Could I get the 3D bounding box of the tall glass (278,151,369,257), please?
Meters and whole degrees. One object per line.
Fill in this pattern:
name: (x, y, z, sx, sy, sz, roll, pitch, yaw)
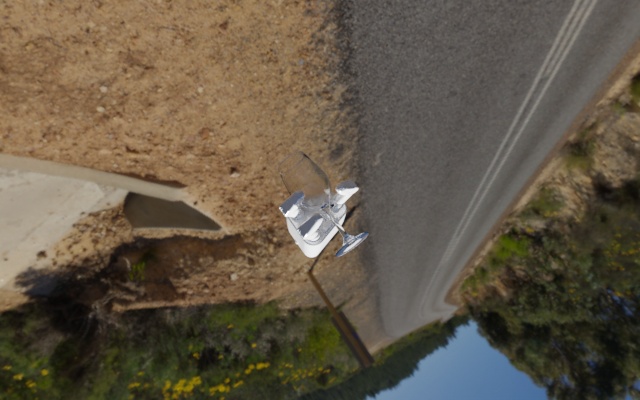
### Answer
tall glass: (0.001, 0.003, 0.885, 0.079, 0.201, 0.079, -33, -16, -11)
